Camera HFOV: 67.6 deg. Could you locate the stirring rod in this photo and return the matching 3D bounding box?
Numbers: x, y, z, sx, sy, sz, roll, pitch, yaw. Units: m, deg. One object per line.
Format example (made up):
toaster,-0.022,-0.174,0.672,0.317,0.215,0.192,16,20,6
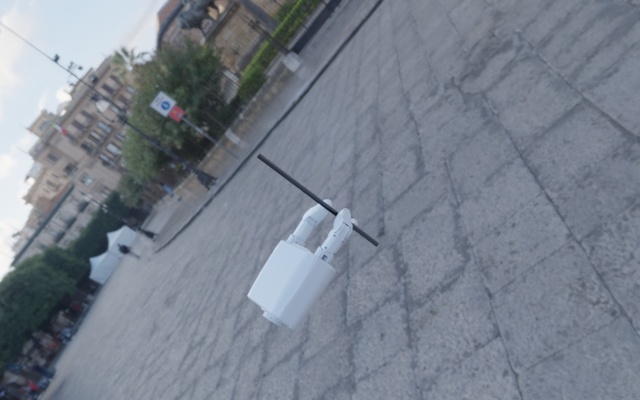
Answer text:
stirring rod,0.000,0.003,0.744,0.239,0.011,0.011,37,-12,-16
